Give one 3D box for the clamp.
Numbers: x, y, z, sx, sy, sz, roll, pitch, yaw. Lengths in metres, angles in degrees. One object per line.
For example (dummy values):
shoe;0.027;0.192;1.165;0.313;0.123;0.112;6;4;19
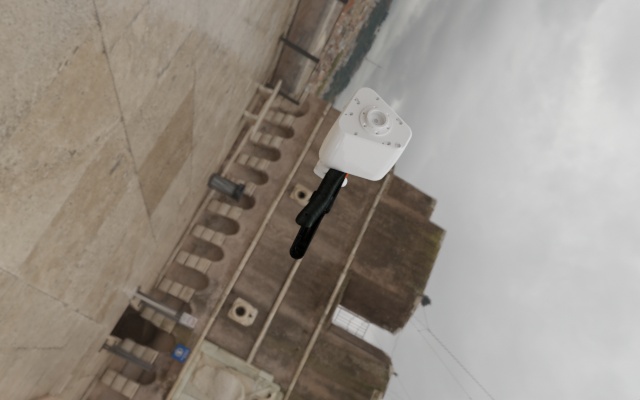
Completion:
clamp;0.001;0.003;0.741;0.039;0.171;0.120;26;-24;1
